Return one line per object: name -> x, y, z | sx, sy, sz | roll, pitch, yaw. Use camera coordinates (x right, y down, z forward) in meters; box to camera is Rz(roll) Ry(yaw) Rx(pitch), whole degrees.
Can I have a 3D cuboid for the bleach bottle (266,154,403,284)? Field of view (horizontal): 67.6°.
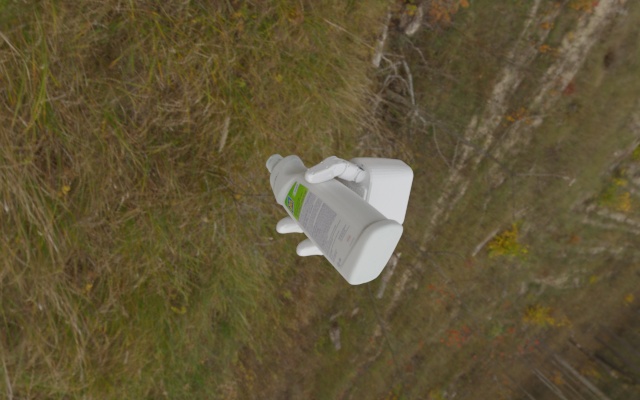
bleach bottle -> 0.000, 0.002, 0.685 | 0.068, 0.103, 0.250 | -5, 38, -42
